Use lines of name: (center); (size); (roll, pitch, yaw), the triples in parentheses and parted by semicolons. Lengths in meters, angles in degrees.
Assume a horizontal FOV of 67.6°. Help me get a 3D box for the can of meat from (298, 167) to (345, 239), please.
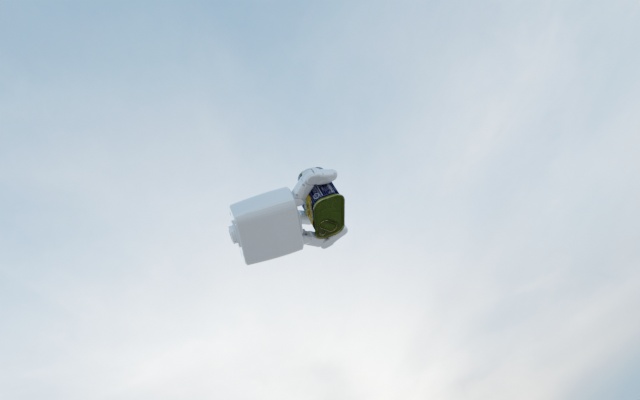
can of meat: (0.000, 0.002, 0.845); (0.057, 0.102, 0.084); (-19, 48, -14)
